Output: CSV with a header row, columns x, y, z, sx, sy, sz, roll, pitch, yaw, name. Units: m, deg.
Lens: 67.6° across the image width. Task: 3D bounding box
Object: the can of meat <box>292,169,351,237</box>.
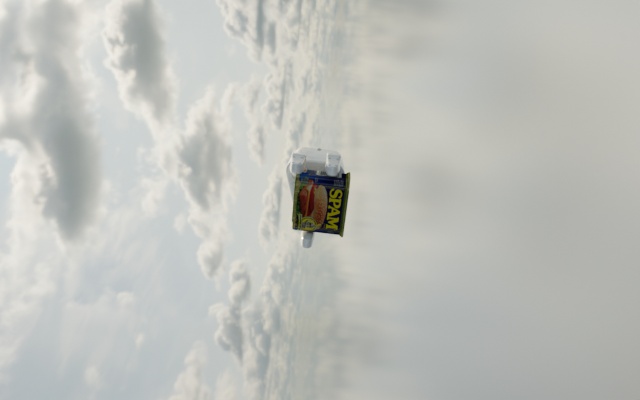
x,y,z,sx,sy,sz,roll,pitch,yaw,name
0.000,0.003,0.755,0.084,0.102,0.057,6,23,1,can of meat
